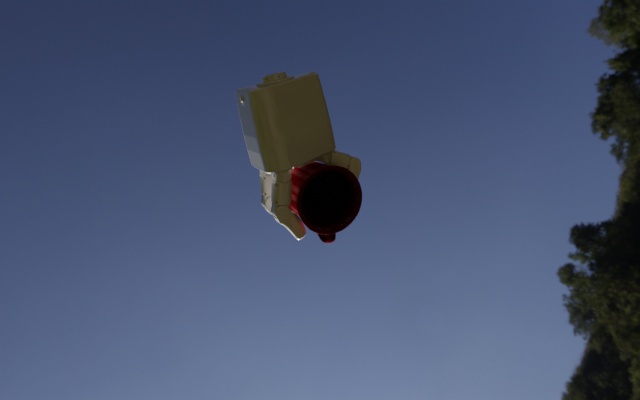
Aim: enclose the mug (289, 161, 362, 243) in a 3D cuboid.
[{"bbox_3d":[0.000,0.003,0.662,0.093,0.117,0.081,-17,20,-19],"label":"mug"}]
